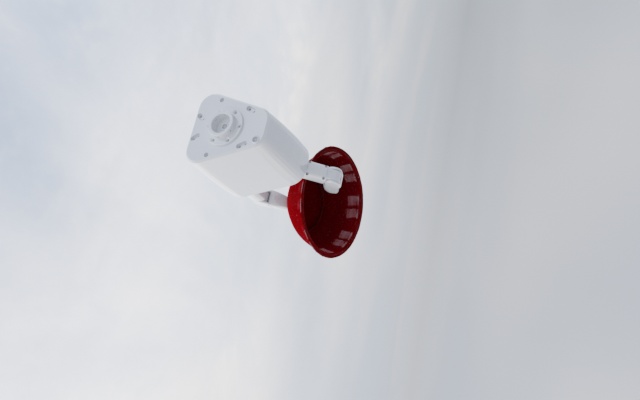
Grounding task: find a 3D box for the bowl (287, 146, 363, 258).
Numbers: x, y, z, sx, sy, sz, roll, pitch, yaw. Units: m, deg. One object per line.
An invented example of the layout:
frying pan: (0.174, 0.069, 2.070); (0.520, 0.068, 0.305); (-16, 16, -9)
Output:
bowl: (0.000, 0.003, 0.704); (0.055, 0.162, 0.162); (1, 0, 36)
